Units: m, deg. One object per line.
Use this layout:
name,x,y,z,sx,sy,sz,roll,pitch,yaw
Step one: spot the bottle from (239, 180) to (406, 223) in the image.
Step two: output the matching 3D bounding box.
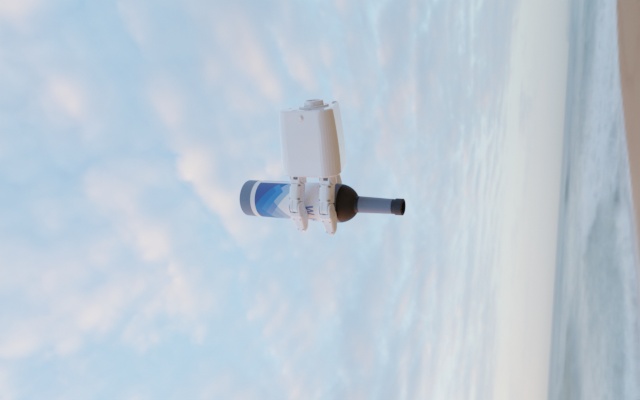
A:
bottle,0.000,0.003,0.823,0.295,0.069,0.069,3,1,26
